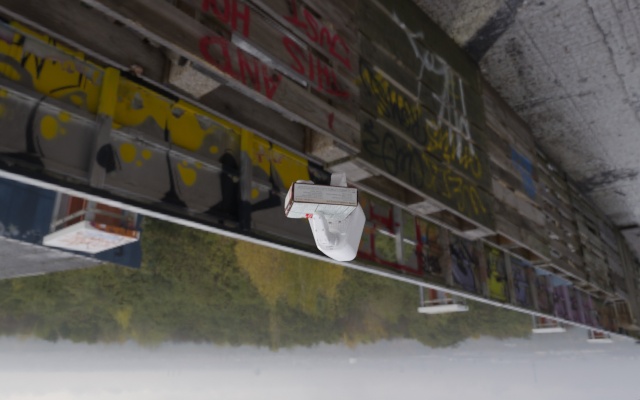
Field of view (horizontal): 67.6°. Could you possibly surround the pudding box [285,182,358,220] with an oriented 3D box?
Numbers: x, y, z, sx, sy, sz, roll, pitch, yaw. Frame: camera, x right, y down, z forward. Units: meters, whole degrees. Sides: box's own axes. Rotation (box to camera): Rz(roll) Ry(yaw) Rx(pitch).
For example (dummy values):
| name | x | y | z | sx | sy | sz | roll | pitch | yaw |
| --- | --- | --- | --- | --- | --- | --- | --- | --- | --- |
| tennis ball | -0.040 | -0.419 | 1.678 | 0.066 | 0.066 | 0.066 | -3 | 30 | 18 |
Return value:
| name | x | y | z | sx | sy | sz | roll | pitch | yaw |
| --- | --- | --- | --- | --- | --- | --- | --- | --- | --- |
| pudding box | 0.000 | 0.003 | 0.816 | 0.113 | 0.039 | 0.090 | 3 | -19 | -11 |
